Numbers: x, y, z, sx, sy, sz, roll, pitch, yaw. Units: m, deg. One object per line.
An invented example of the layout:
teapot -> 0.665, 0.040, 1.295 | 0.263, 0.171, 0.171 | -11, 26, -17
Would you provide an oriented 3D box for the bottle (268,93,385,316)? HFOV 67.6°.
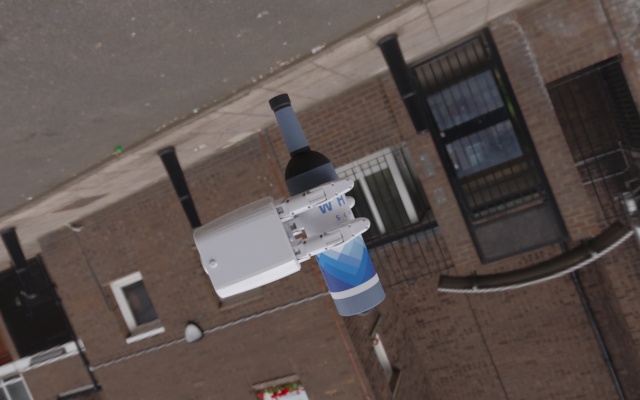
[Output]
bottle -> 0.000, 0.002, 0.627 | 0.069, 0.296, 0.069 | -22, 3, 1
